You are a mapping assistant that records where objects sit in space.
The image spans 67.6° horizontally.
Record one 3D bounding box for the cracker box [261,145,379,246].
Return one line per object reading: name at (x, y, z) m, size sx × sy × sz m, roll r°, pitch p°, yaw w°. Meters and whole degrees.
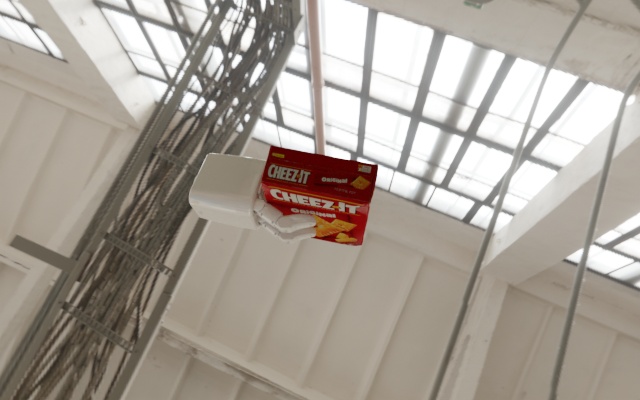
cracker box at (0.000, 0.002, 0.781) m, size 0.164 × 0.072 × 0.214 m, roll 10°, pitch -21°, yaw 5°
